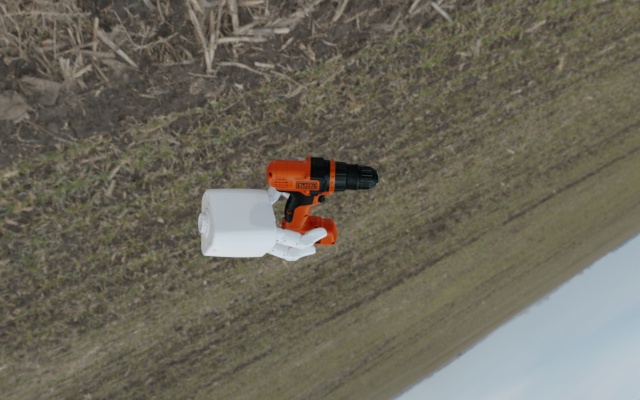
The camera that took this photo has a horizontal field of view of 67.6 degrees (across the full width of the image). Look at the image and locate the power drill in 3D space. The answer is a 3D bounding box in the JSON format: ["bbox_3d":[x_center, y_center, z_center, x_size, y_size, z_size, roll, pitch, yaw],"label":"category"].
[{"bbox_3d":[0.000,0.003,0.835,0.184,0.057,0.188,4,-42,-1],"label":"power drill"}]
